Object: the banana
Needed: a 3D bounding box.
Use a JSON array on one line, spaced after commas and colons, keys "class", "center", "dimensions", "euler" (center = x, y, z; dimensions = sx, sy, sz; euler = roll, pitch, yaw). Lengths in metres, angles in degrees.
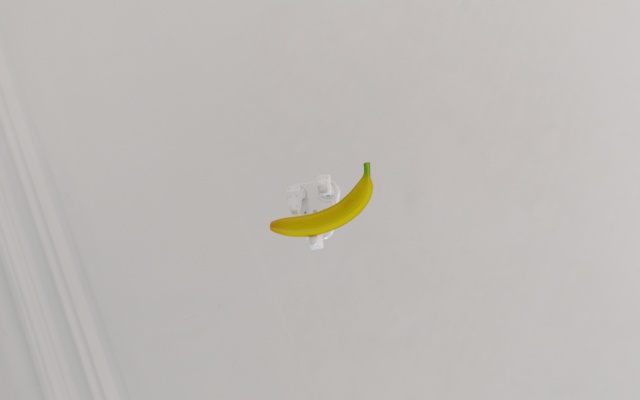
[{"class": "banana", "center": [0.013, 0.017, 0.791], "dimensions": [0.198, 0.069, 0.037], "euler": [-33, 0, 5]}]
